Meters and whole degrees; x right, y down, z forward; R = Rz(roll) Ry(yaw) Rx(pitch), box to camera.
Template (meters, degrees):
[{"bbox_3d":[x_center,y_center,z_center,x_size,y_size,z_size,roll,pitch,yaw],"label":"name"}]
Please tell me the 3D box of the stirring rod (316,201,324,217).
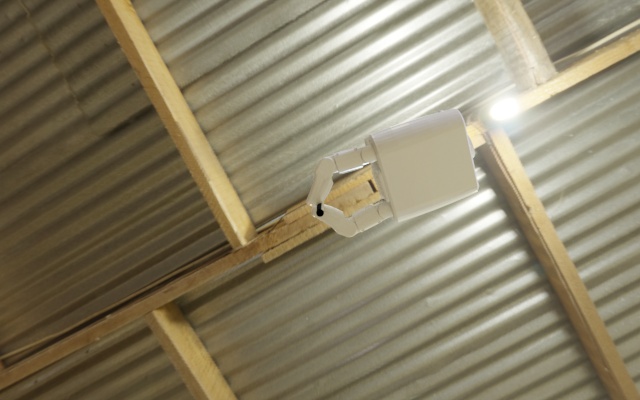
[{"bbox_3d":[0.000,0.002,0.602,0.011,0.011,0.239,0,5,0],"label":"stirring rod"}]
